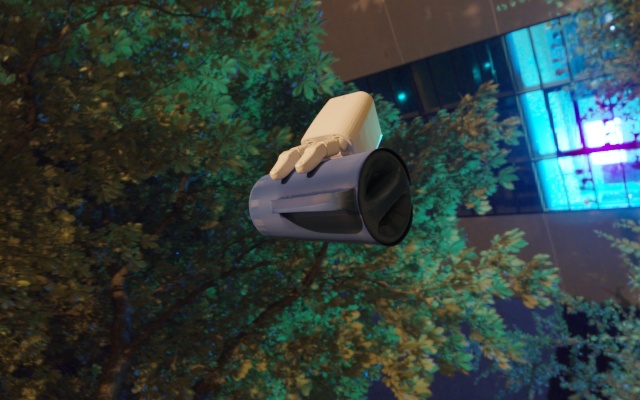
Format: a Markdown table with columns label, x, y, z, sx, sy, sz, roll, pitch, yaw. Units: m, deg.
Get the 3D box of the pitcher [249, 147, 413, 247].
| label | x | y | z | sx | sy | sz | roll | pitch | yaw |
| --- | --- | --- | --- | --- | --- | --- | --- | --- | --- |
| pitcher | 0.000 | 0.002 | 0.706 | 0.243 | 0.145 | 0.149 | -5 | -44 | 42 |
